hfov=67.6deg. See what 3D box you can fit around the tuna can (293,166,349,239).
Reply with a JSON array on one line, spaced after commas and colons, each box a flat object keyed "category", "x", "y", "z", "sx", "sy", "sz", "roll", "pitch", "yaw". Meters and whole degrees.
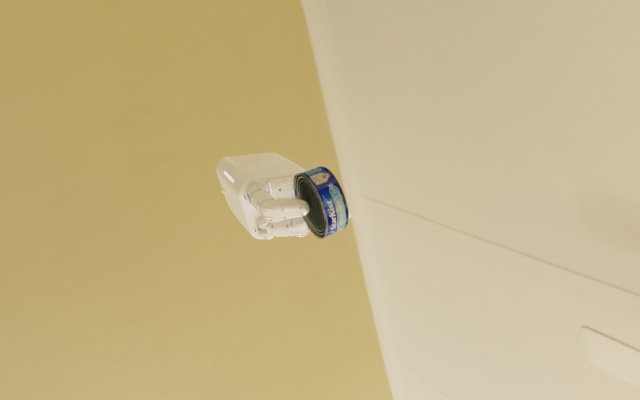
[{"category": "tuna can", "x": 0.001, "y": 0.002, "z": 0.591, "sx": 0.034, "sy": 0.086, "sz": 0.086, "roll": -21, "pitch": 7, "yaw": -20}]
